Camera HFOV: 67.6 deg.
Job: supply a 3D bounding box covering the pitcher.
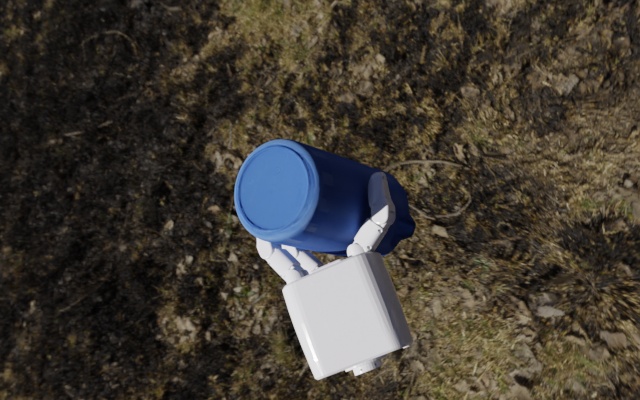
[{"bbox_3d":[0.000,0.002,0.589,0.149,0.145,0.243,-30,-21,22],"label":"pitcher"}]
